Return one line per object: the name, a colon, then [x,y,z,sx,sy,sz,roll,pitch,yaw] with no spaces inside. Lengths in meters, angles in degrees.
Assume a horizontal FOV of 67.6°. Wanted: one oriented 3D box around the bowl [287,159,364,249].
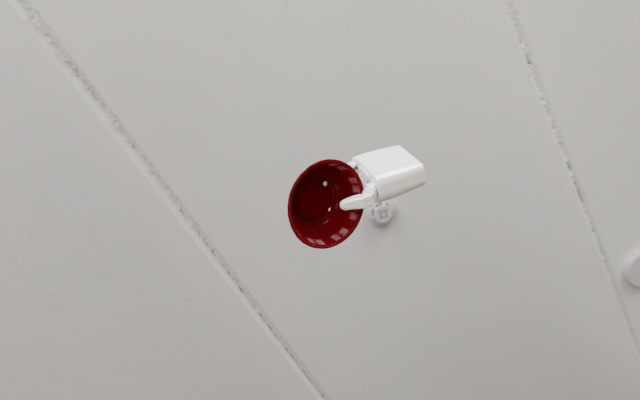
bowl: [-0.001,0.003,0.861,0.162,0.162,0.055,0,11,-33]
